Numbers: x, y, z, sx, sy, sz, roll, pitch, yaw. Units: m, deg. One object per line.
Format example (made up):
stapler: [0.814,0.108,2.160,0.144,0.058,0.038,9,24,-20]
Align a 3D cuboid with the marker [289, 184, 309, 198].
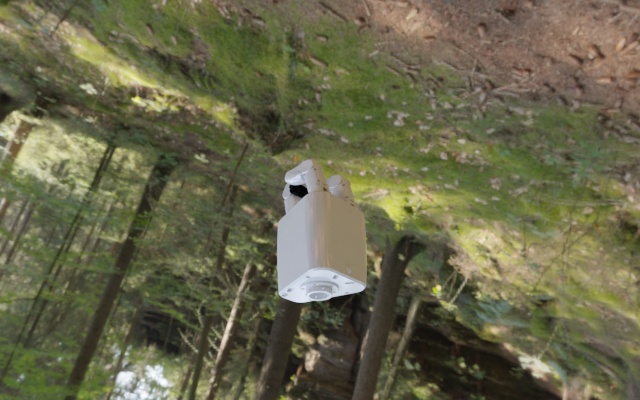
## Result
marker: [0.000,0.002,0.707,0.121,0.020,0.020,29,-19,-39]
